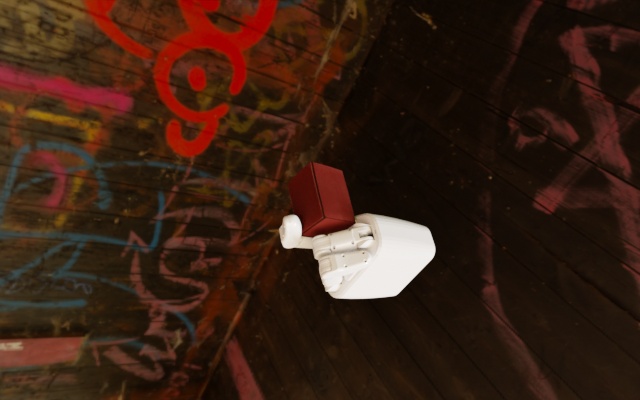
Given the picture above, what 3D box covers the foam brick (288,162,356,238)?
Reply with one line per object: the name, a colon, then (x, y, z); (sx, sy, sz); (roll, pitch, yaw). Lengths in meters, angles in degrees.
foam brick: (0.000, 0.002, 0.587); (0.051, 0.078, 0.053); (10, -34, -38)
